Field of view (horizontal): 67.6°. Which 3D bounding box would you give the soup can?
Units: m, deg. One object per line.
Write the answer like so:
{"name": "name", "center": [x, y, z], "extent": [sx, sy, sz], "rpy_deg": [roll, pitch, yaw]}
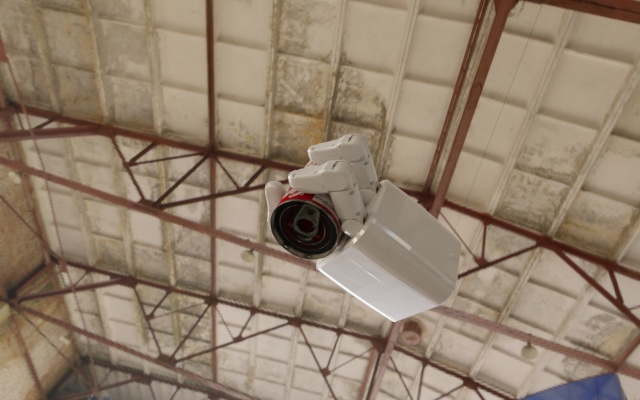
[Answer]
{"name": "soup can", "center": [0.000, 0.001, 0.483], "extent": [0.068, 0.068, 0.102], "rpy_deg": [0, 32, 22]}
